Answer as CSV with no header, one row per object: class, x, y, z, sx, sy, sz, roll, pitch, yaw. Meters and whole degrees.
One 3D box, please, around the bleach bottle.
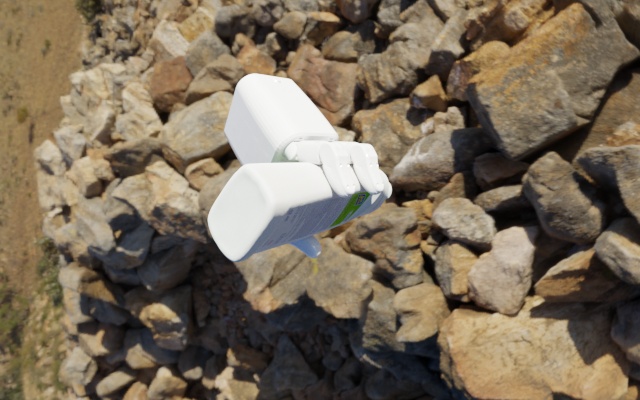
bleach bottle,0.000,0.002,0.554,0.251,0.068,0.103,-7,-36,-50
